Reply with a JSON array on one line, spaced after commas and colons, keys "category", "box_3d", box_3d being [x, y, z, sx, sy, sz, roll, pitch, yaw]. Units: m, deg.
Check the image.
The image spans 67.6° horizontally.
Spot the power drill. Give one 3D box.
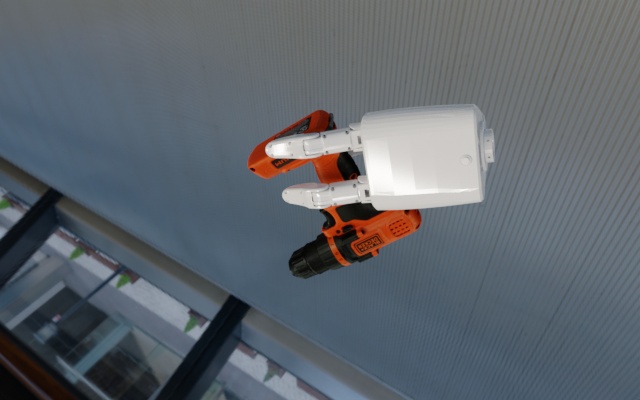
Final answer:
[{"category": "power drill", "box_3d": [0.000, 0.001, 0.565, 0.184, 0.188, 0.057, -29, 28, 20]}]
